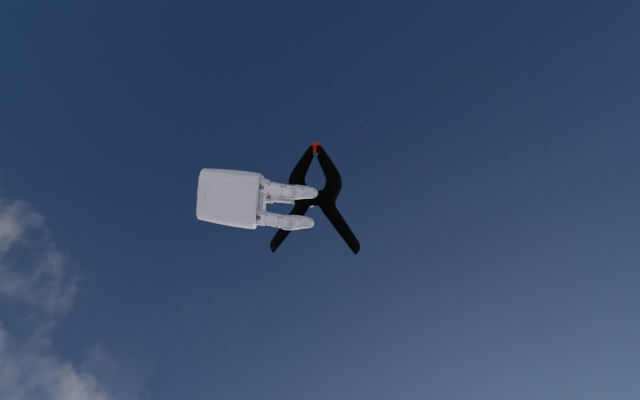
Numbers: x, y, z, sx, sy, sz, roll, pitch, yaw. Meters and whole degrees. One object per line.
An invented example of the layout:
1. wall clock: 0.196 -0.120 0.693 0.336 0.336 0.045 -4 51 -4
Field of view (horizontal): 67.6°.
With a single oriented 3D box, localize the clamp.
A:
1. clamp: 0.000 0.002 0.861 0.164 0.210 0.036 7 10 1
